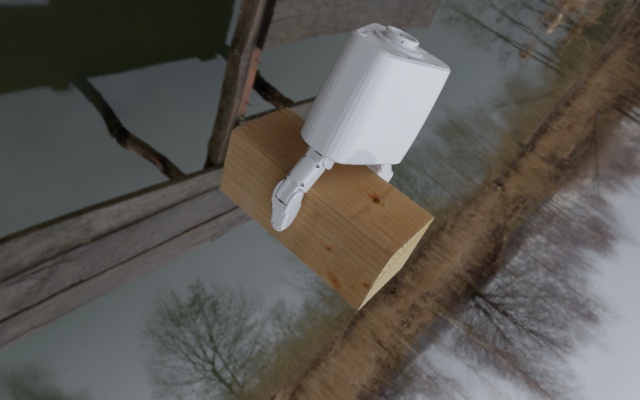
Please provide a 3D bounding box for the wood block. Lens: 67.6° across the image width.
[{"bbox_3d":[0.000,0.002,0.509,0.206,0.090,0.090,39,43,18],"label":"wood block"}]
